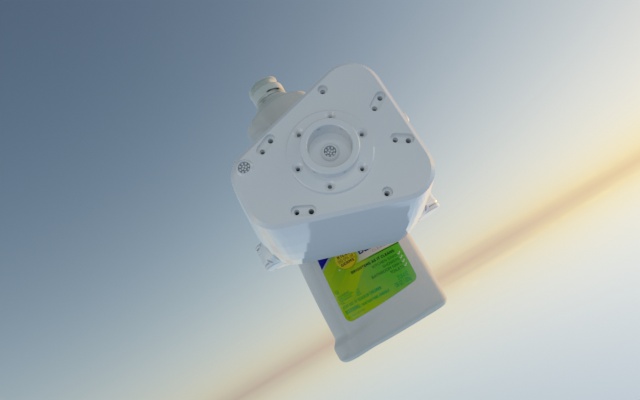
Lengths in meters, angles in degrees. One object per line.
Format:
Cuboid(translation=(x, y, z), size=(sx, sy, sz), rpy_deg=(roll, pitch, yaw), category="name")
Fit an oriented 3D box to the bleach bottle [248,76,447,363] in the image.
Cuboid(translation=(0.000, 0.001, 0.415), size=(0.102, 0.250, 0.068), rpy_deg=(-29, -15, -6), category="bleach bottle")
